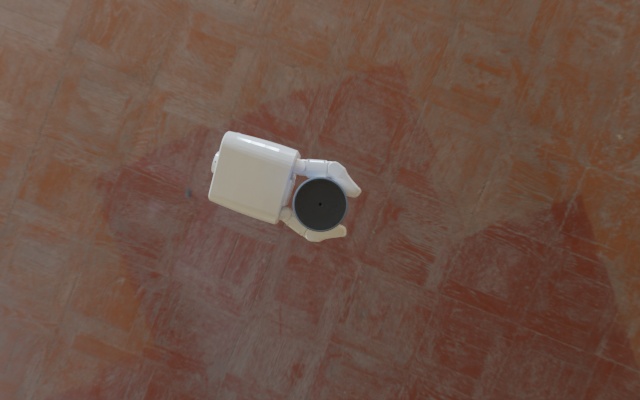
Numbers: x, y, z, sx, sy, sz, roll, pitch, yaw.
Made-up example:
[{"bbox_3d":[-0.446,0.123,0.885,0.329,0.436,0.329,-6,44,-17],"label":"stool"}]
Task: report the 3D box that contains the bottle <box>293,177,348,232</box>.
[{"bbox_3d":[0.000,0.002,0.716,0.069,0.069,0.295,0,1,0],"label":"bottle"}]
